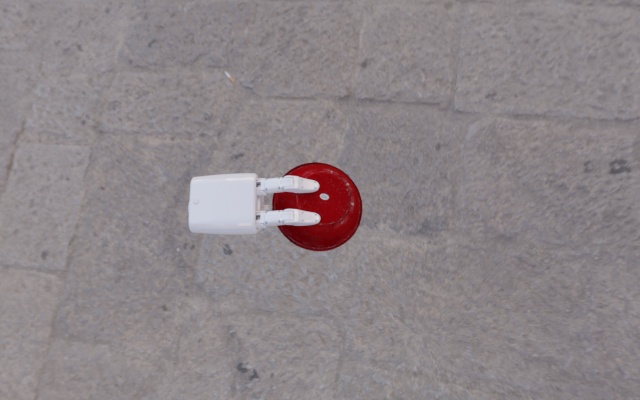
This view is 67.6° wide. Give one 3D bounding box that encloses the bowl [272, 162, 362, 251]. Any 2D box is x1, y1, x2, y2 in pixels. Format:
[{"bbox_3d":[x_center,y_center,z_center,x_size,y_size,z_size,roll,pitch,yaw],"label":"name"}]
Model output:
[{"bbox_3d":[0.001,0.002,0.812,0.162,0.162,0.055,0,-15,-11],"label":"bowl"}]
